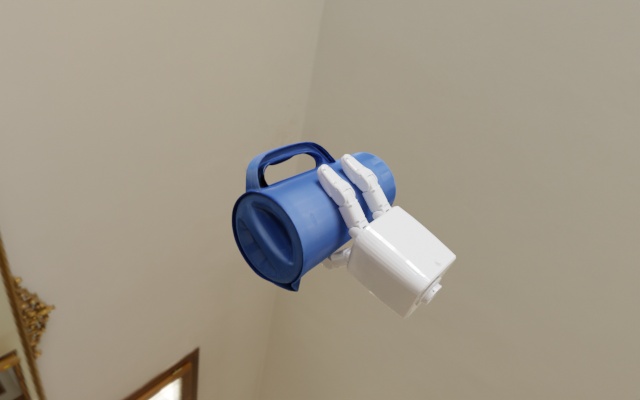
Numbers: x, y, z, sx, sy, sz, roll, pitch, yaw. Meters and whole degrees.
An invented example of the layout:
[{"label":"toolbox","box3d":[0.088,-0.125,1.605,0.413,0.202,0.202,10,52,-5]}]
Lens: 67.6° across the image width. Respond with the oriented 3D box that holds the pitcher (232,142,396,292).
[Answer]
[{"label":"pitcher","box3d":[0.000,0.002,0.687,0.145,0.149,0.242,40,43,21]}]
